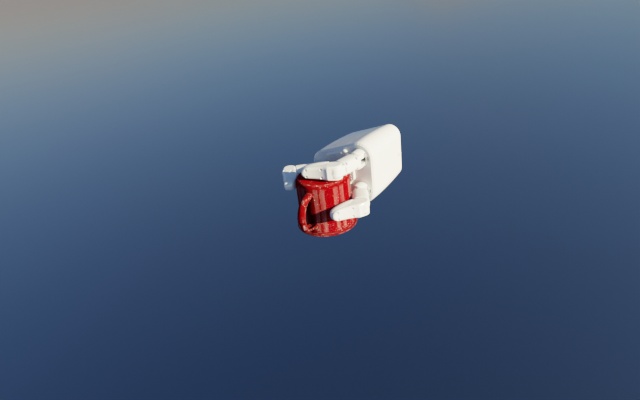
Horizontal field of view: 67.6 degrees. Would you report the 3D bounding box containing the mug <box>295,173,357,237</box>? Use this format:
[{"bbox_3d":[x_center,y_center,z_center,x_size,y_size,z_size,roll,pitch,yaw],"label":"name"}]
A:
[{"bbox_3d":[-0.001,0.003,0.720,0.093,0.081,0.117,11,32,32],"label":"mug"}]
